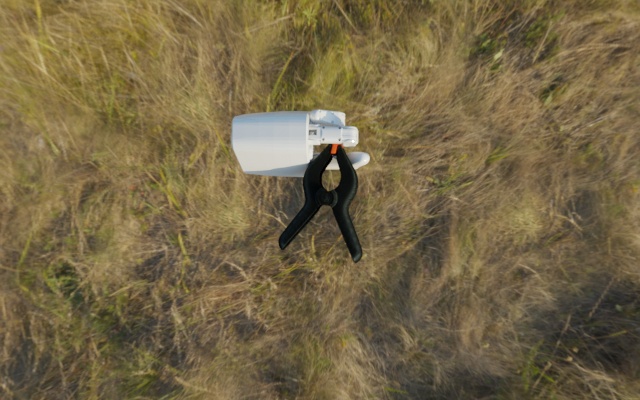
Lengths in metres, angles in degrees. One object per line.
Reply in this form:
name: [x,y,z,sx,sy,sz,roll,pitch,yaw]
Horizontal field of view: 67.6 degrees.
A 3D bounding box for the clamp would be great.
clamp: [0.000,0.002,0.679,0.120,0.171,0.039,1,-5,3]
